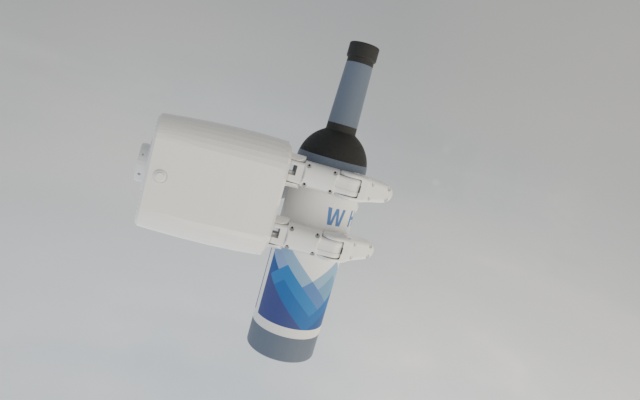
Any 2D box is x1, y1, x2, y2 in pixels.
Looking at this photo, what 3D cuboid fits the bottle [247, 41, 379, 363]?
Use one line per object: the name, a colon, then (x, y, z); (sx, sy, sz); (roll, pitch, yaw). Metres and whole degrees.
bottle: (0.000, 0.002, 0.448); (0.069, 0.296, 0.069); (16, 8, -2)
